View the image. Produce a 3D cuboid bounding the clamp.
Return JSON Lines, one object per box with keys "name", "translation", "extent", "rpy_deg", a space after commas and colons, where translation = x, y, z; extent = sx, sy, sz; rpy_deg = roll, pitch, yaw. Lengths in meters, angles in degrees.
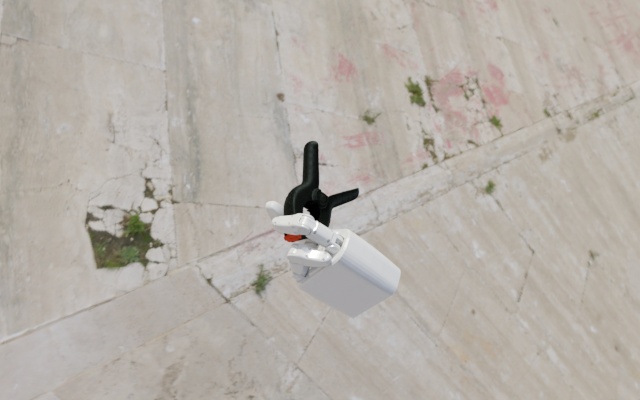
{"name": "clamp", "translation": [0.000, 0.002, 0.719], "extent": [0.120, 0.171, 0.039], "rpy_deg": [36, -36, -20]}
